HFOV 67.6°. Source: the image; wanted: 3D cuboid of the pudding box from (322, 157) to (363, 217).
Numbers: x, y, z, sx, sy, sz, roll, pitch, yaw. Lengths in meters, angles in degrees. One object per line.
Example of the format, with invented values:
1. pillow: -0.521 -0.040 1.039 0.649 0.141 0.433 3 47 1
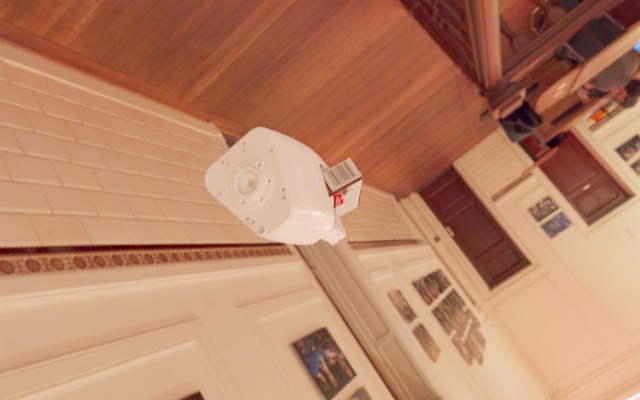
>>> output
1. pudding box: 0.000 0.002 0.637 0.113 0.039 0.090 -28 -22 -13
